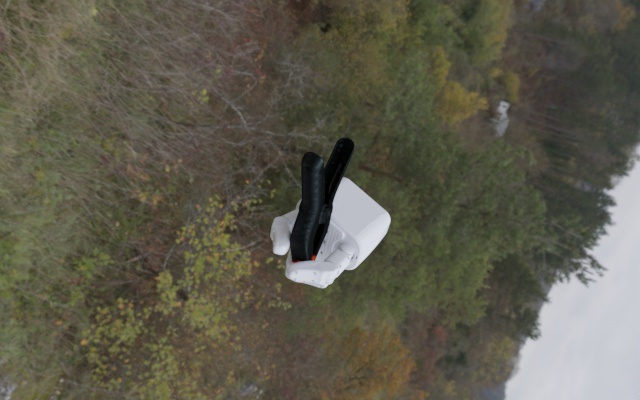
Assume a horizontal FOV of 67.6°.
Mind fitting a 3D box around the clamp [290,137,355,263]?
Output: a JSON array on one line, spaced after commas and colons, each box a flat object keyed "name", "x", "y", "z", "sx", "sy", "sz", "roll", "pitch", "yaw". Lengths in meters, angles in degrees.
[{"name": "clamp", "x": 0.001, "y": 0.002, "z": 0.592, "sx": 0.039, "sy": 0.172, "sz": 0.120, "roll": 27, "pitch": 33, "yaw": 21}]
